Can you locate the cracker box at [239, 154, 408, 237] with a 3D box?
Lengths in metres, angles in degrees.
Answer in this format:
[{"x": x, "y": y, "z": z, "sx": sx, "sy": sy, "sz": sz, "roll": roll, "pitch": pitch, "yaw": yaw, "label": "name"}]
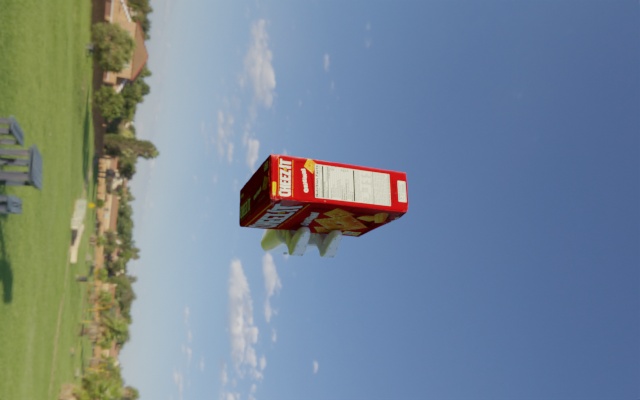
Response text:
[{"x": 0.000, "y": 0.002, "z": 0.727, "sx": 0.214, "sy": 0.072, "sz": 0.164, "roll": 6, "pitch": -19, "yaw": -23, "label": "cracker box"}]
